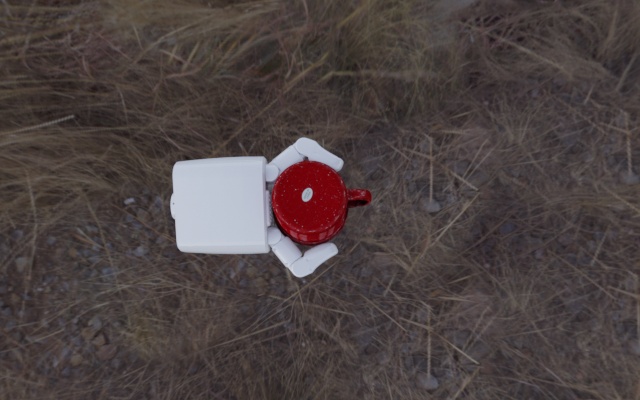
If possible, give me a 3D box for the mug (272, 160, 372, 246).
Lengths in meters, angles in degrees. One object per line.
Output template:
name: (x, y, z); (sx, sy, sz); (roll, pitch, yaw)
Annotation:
mug: (0.002, 0.002, 0.543); (0.117, 0.093, 0.081); (-3, -9, -1)
